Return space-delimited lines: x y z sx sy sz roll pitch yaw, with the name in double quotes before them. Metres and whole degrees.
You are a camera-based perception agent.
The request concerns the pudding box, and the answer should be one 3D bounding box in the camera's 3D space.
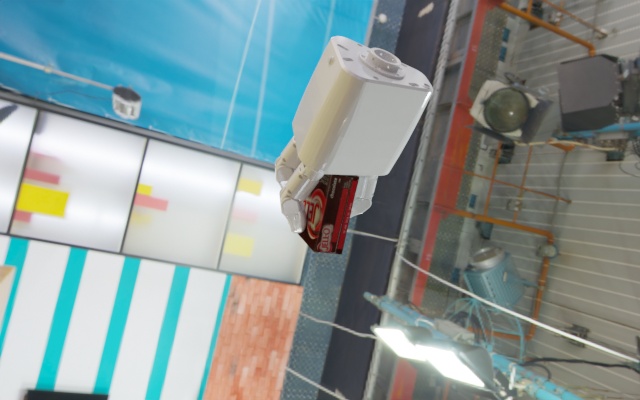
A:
"pudding box" 0.000 0.002 0.550 0.039 0.090 0.113 10 10 -19
